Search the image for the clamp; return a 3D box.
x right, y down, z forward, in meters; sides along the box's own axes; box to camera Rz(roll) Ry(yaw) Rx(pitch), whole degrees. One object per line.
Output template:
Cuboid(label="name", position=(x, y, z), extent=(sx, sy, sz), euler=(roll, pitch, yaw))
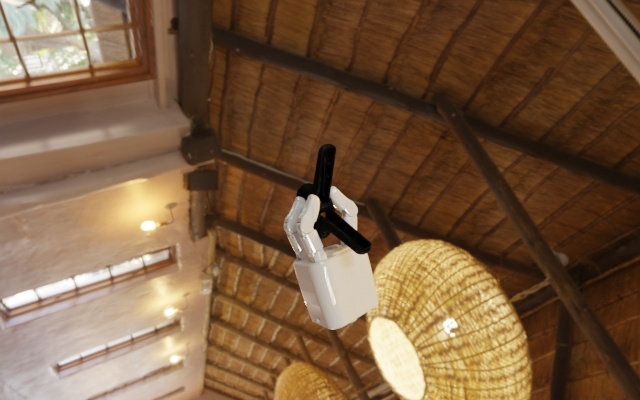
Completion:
Cuboid(label="clamp", position=(0.001, 0.002, 0.754), extent=(0.036, 0.164, 0.210), euler=(-18, 5, -24))
